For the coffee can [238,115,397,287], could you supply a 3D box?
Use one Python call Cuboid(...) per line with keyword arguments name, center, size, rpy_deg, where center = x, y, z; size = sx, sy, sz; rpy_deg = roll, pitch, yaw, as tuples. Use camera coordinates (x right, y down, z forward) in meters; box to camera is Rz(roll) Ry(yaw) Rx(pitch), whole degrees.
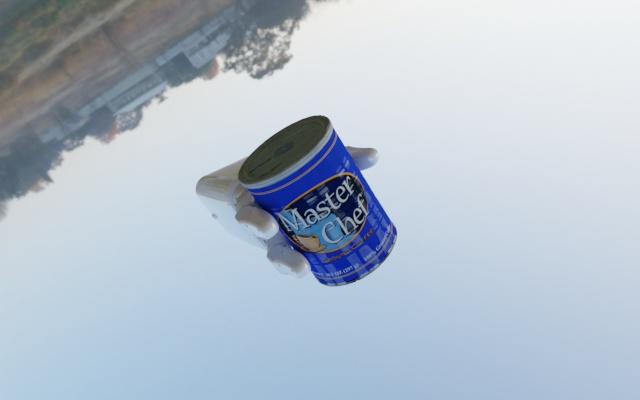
Cuboid(name="coffee can", center=(0.000, 0.001, 0.478), size=(0.103, 0.140, 0.102), rpy_deg=(-27, 28, 15))
